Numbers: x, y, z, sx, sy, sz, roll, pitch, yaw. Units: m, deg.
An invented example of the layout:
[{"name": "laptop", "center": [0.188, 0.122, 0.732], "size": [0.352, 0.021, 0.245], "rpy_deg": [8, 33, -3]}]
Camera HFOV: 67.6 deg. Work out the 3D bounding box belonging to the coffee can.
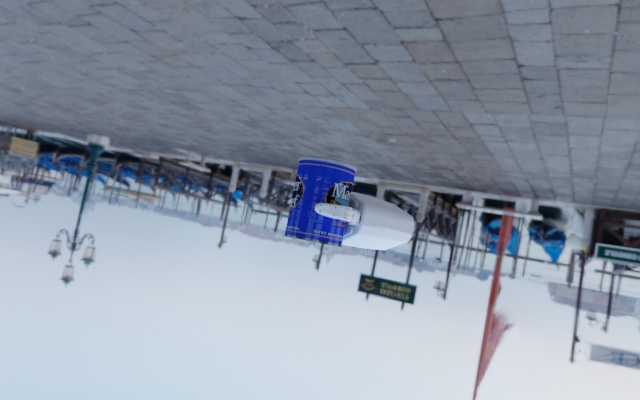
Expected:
[{"name": "coffee can", "center": [0.000, 0.003, 0.830], "size": [0.103, 0.140, 0.103], "rpy_deg": [11, -5, 1]}]
